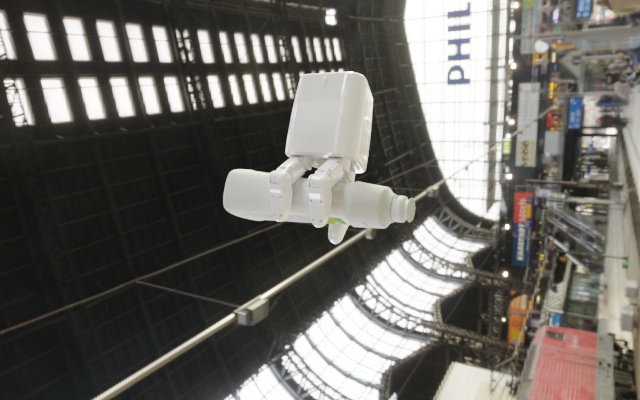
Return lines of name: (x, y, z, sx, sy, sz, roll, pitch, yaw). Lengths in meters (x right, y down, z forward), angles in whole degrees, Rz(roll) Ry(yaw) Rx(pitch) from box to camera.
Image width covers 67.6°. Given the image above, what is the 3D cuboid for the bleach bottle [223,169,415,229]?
bleach bottle: (0.000, 0.002, 0.617, 0.251, 0.068, 0.102, 6, -6, 30)
